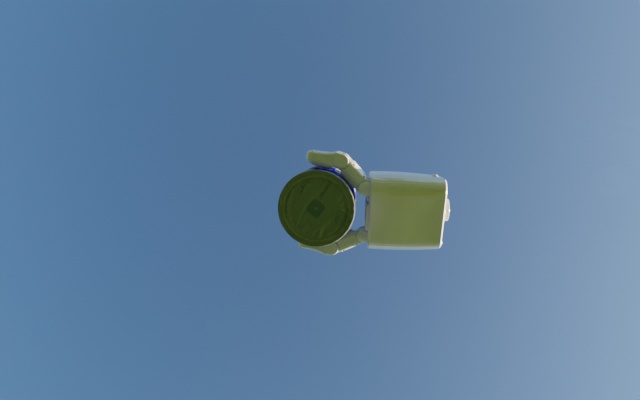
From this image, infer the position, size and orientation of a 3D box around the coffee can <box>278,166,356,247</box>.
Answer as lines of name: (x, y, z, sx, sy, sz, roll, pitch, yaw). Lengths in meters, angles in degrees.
coffee can: (0.000, 0.002, 0.697, 0.103, 0.103, 0.140, 0, 7, 5)
